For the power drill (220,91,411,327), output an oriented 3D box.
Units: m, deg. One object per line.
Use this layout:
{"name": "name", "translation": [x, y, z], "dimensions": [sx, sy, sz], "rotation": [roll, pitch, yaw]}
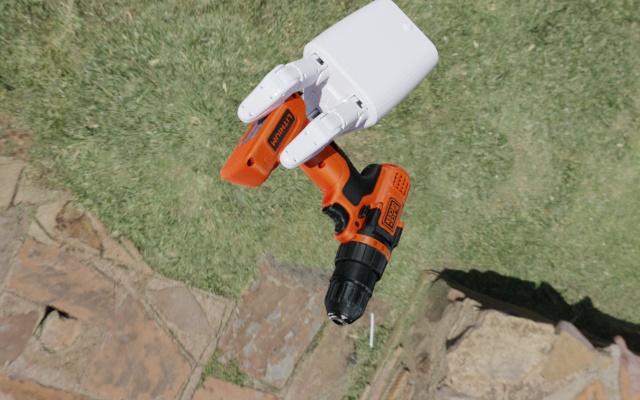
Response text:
{"name": "power drill", "translation": [0.000, 0.001, 0.460], "dimensions": [0.188, 0.184, 0.057], "rotation": [40, -35, -24]}
